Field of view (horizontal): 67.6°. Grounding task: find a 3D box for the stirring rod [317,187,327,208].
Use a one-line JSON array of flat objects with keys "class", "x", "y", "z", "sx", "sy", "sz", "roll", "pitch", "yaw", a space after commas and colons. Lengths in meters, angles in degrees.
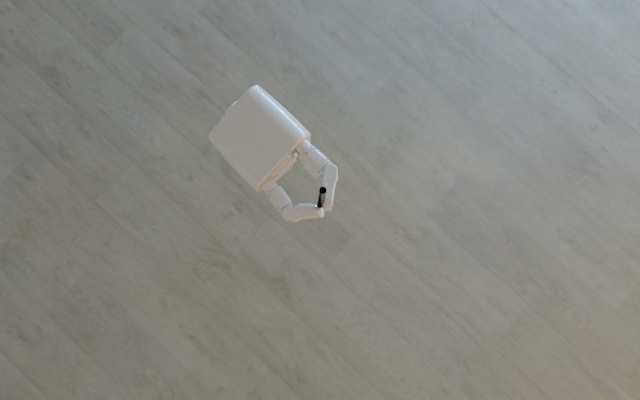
[{"class": "stirring rod", "x": 0.000, "y": 0.002, "z": 0.638, "sx": 0.011, "sy": 0.011, "sz": 0.239, "roll": 0, "pitch": -6, "yaw": -1}]
